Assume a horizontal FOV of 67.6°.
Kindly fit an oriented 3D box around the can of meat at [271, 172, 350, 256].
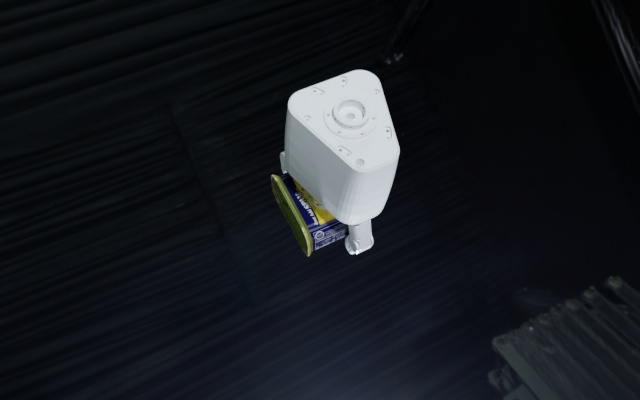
[{"bbox_3d":[0.000,0.002,0.566,0.084,0.102,0.057,-23,-27,-14],"label":"can of meat"}]
